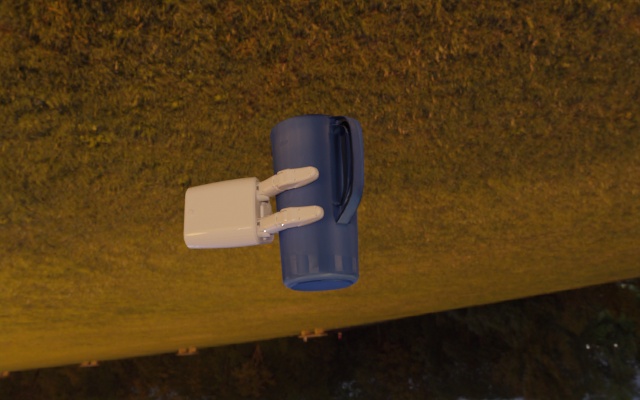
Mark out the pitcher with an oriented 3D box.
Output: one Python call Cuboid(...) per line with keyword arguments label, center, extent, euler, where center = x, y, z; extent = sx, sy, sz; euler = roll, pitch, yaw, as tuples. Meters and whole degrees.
Cuboid(label="pitcher", center=(0.000, 0.002, 0.697), extent=(0.145, 0.242, 0.149), euler=(-6, -19, 8))
